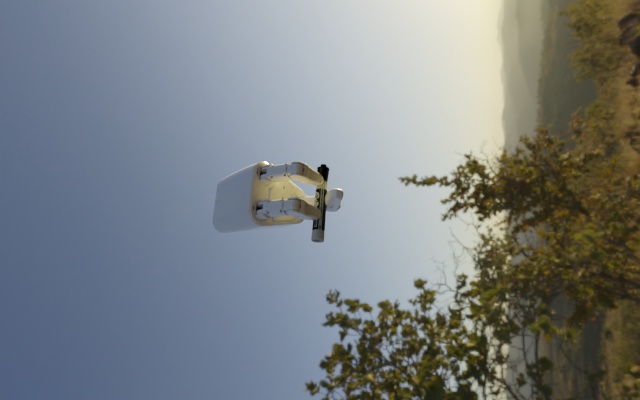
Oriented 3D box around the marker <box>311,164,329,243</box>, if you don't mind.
[{"bbox_3d":[0.000,0.002,0.712,0.020,0.121,0.020,4,-19,1],"label":"marker"}]
